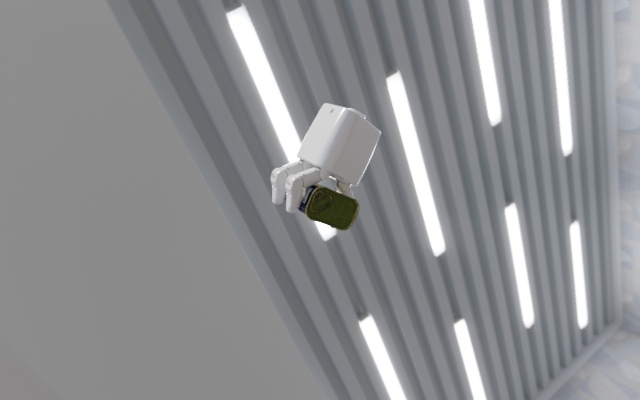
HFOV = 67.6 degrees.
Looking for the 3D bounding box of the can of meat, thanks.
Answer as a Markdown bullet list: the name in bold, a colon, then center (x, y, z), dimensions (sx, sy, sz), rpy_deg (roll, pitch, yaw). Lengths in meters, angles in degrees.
- **can of meat**: center (0.000, 0.003, 0.809), dimensions (0.102, 0.057, 0.084), rpy_deg (20, 5, -36)
